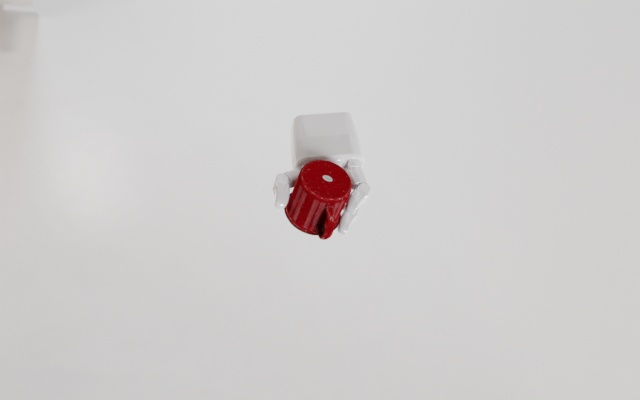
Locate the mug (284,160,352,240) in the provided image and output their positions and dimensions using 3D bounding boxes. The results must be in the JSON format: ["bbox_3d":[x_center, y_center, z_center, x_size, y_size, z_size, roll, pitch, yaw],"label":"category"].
[{"bbox_3d":[0.000,0.003,0.717,0.093,0.117,0.082,3,-38,-18],"label":"mug"}]
